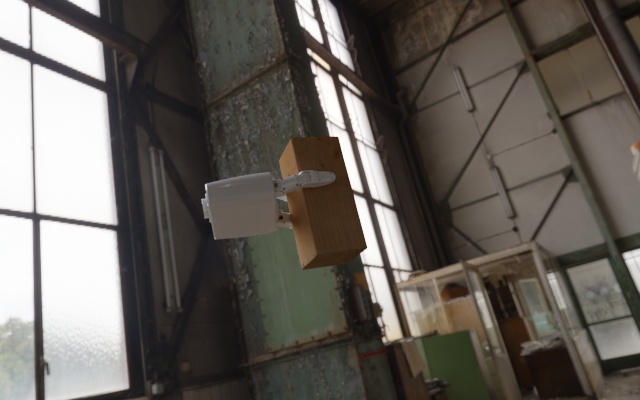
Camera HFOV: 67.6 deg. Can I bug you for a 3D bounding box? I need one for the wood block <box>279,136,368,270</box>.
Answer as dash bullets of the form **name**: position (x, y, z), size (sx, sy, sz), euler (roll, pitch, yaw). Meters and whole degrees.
- **wood block**: position (0.000, 0.002, 0.816), size (0.090, 0.206, 0.091), euler (-5, -21, -22)
